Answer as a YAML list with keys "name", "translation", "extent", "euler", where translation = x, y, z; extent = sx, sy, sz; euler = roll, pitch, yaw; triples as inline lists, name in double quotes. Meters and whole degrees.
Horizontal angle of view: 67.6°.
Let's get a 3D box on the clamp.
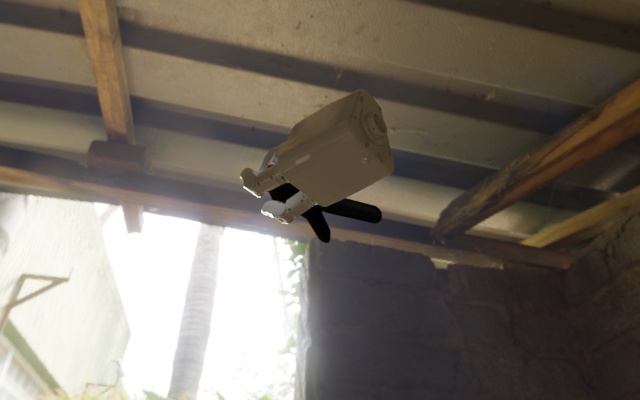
- name: "clamp"
  translation: [0.000, 0.002, 0.662]
  extent: [0.120, 0.039, 0.171]
  euler: [-24, -44, 32]
